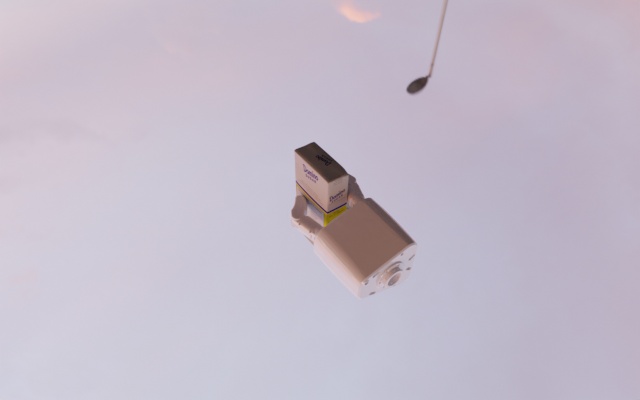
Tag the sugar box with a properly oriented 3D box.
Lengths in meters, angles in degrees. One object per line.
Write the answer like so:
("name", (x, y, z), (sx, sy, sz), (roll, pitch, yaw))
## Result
("sugar box", (0.001, 0.002, 0.770), (0.048, 0.176, 0.093), (-25, 51, -26))
